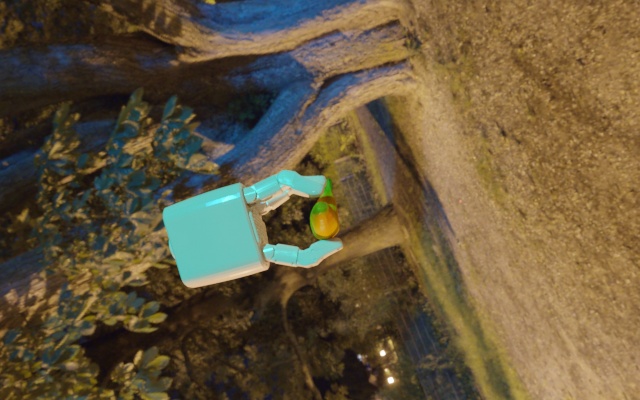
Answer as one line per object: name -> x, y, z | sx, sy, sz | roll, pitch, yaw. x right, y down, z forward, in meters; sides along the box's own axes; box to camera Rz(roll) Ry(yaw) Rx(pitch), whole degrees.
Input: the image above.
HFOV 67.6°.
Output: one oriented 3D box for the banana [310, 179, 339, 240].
banana -> 0.004, 0.019, 0.642 | 0.037, 0.069, 0.197 | -12, 10, 3
